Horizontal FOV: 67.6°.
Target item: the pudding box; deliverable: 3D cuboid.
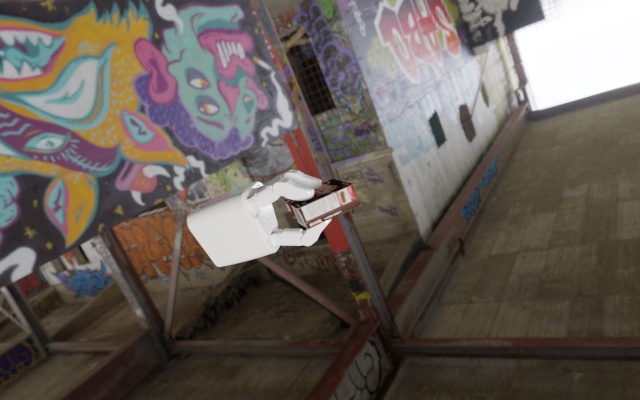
[{"bbox_3d":[0.000,0.003,0.727,0.090,0.039,0.113,-25,14,-10],"label":"pudding box"}]
